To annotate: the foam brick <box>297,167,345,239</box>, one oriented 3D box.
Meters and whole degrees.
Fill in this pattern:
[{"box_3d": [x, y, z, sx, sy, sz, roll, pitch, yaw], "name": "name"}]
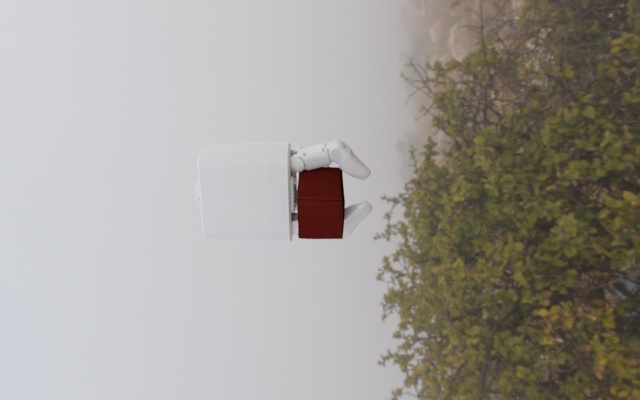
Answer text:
[{"box_3d": [0.000, 0.002, 0.546, 0.051, 0.053, 0.078, 0, 31, -1], "name": "foam brick"}]
